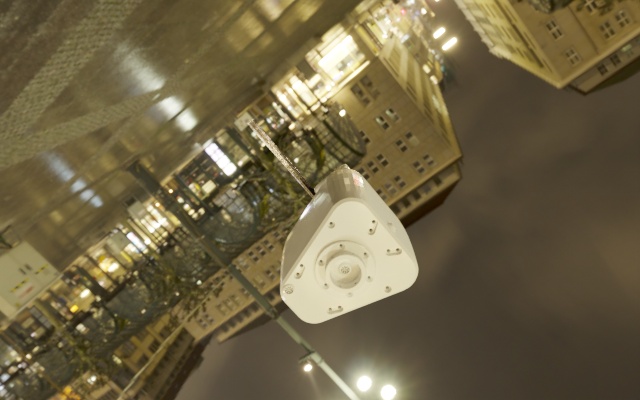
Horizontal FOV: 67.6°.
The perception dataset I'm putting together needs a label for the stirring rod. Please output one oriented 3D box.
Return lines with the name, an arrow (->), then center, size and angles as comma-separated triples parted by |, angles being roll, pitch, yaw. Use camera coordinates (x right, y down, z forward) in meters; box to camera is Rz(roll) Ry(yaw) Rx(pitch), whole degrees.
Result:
stirring rod -> 0.000, 0.002, 0.549 | 0.011, 0.239, 0.011 | -39, 11, 9
